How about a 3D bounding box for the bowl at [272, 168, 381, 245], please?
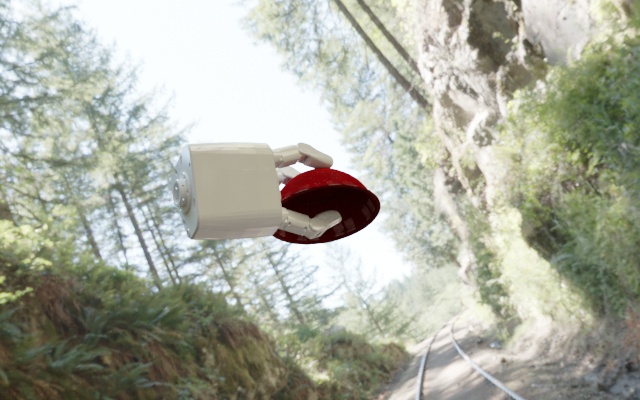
[{"bbox_3d":[0.001,0.002,0.671,0.162,0.055,0.162,-8,-31,-5],"label":"bowl"}]
